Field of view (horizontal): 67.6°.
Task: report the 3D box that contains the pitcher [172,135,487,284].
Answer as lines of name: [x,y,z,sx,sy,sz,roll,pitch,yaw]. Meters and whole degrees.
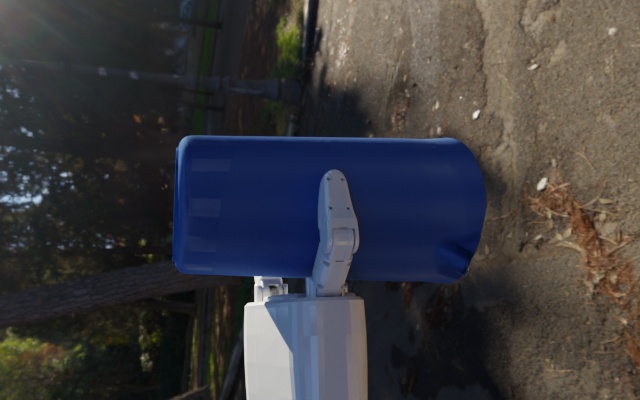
pitcher: [0.000,0.002,0.414,0.243,0.145,0.149,2,-14,-17]
